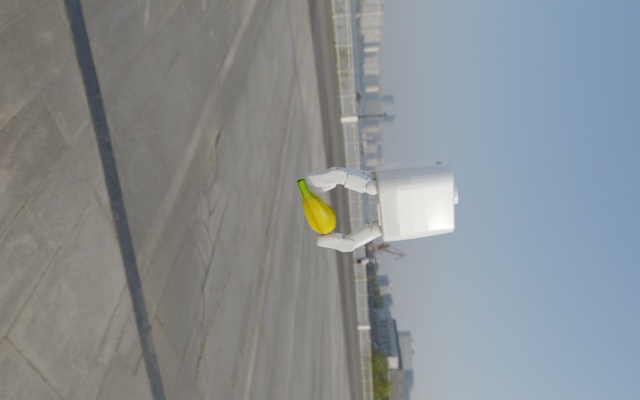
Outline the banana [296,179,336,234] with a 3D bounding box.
[{"bbox_3d":[0.003,0.020,0.740,0.037,0.069,0.198,-11,-13,6],"label":"banana"}]
